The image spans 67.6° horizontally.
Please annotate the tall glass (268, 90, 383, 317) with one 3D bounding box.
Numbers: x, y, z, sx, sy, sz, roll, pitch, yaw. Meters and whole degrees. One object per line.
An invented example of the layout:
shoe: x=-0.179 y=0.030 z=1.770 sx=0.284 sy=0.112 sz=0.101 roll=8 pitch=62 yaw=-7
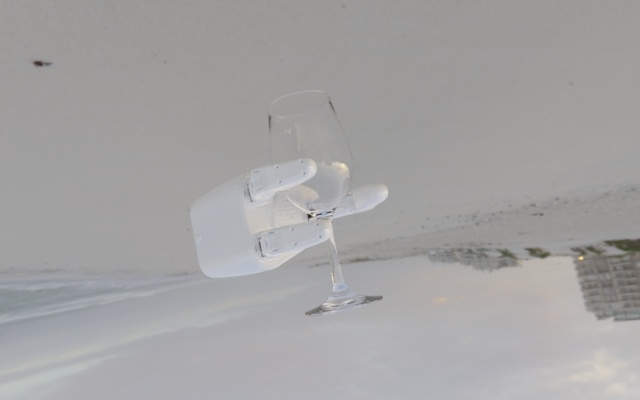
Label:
tall glass: x=0.000 y=0.002 z=0.453 sx=0.079 sy=0.201 sz=0.079 roll=-12 pitch=-7 yaw=-1
